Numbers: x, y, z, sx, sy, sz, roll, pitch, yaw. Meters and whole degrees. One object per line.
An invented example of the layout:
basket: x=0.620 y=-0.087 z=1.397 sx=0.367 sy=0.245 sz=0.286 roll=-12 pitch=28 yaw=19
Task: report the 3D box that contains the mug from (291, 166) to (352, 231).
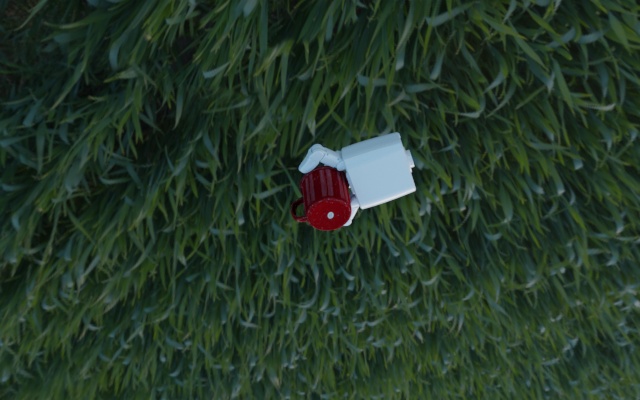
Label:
mug: x=-0.001 y=0.003 z=0.852 sx=0.117 sy=0.081 sz=0.093 roll=-20 pitch=-48 yaw=12
